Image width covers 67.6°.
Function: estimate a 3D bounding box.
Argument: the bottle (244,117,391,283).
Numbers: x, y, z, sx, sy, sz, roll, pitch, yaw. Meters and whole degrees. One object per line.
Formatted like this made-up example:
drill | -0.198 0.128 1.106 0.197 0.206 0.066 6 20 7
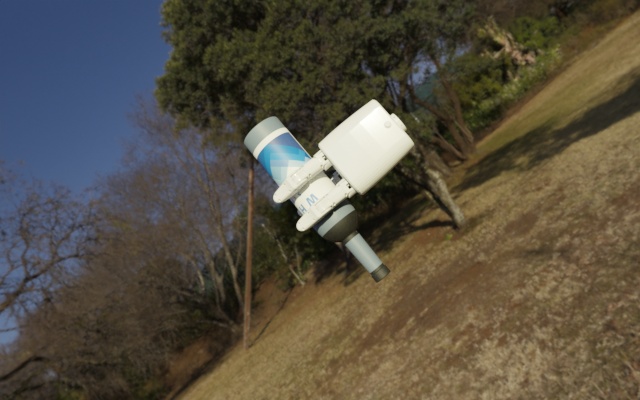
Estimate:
bottle | 0.000 0.002 0.728 0.069 0.295 0.069 -39 -8 -7
